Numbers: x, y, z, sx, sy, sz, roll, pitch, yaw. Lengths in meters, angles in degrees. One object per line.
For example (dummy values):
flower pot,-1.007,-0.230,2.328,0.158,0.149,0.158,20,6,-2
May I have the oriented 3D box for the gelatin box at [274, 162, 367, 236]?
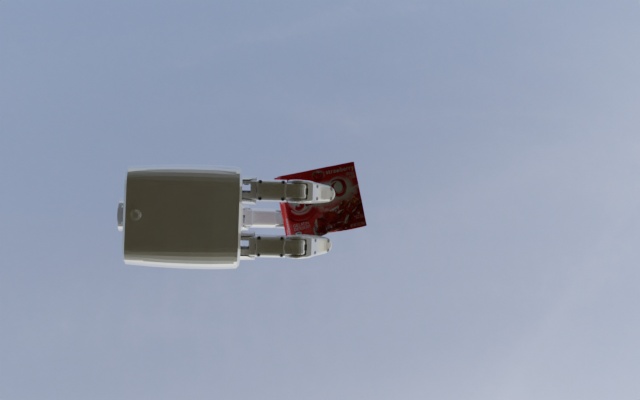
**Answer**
gelatin box,0.000,0.002,0.522,0.089,0.073,0.030,-12,0,-19
